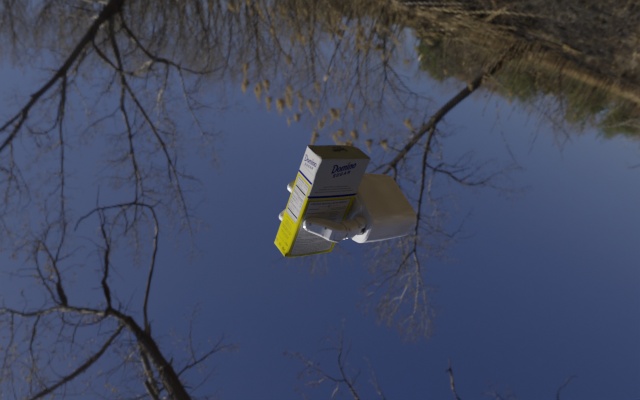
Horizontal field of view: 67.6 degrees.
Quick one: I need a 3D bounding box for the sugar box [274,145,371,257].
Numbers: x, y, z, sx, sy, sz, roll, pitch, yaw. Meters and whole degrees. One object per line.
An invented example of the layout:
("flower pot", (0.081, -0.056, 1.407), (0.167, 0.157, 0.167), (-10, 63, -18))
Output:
("sugar box", (0.000, 0.002, 0.713), (0.093, 0.176, 0.048), (-4, 35, -38))
